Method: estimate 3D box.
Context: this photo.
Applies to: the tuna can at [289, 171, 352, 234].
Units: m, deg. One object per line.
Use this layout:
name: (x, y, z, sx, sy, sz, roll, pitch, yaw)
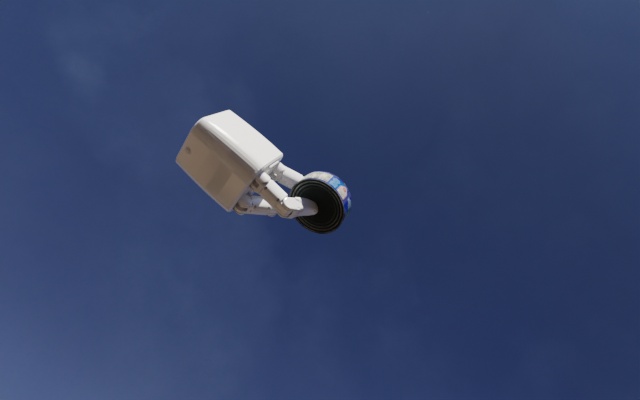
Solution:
tuna can: (0.000, 0.002, 0.679, 0.086, 0.086, 0.033, 0, 25, 28)
